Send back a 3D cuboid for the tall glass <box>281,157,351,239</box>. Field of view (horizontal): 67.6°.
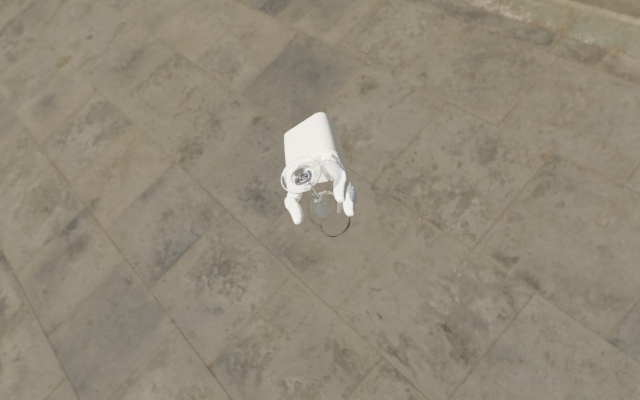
[{"bbox_3d":[0.000,0.003,0.894,0.079,0.079,0.201,0,-29,23],"label":"tall glass"}]
